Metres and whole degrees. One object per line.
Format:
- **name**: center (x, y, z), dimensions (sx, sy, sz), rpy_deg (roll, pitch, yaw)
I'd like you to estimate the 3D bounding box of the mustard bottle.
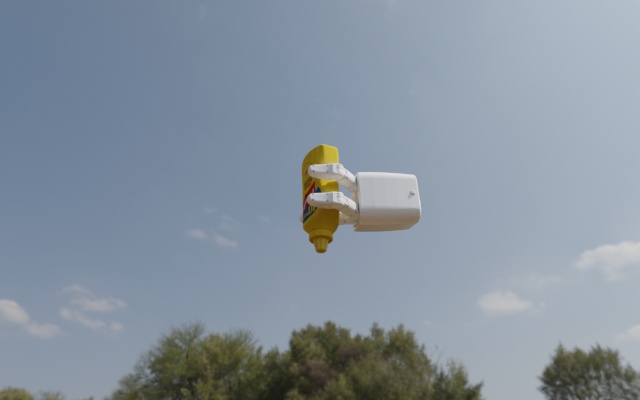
- **mustard bottle**: center (0.000, 0.002, 0.843), dimensions (0.058, 0.191, 0.096), rpy_deg (13, -33, -23)
